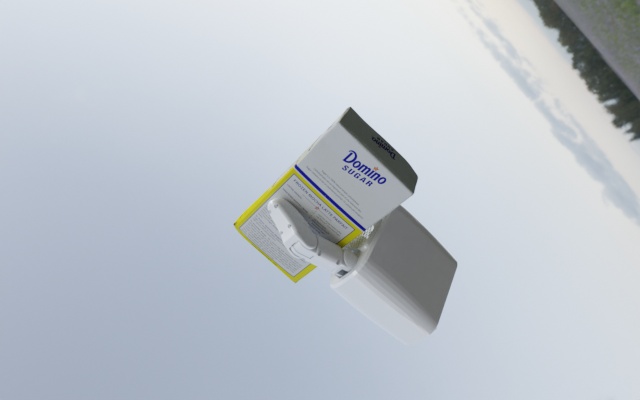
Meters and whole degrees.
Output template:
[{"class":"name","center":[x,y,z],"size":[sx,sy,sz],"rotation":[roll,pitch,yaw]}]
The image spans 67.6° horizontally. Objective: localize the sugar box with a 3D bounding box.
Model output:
[{"class":"sugar box","center":[0.000,0.001,0.466],"size":[0.176,0.093,0.048],"rotation":[-41,11,33]}]
